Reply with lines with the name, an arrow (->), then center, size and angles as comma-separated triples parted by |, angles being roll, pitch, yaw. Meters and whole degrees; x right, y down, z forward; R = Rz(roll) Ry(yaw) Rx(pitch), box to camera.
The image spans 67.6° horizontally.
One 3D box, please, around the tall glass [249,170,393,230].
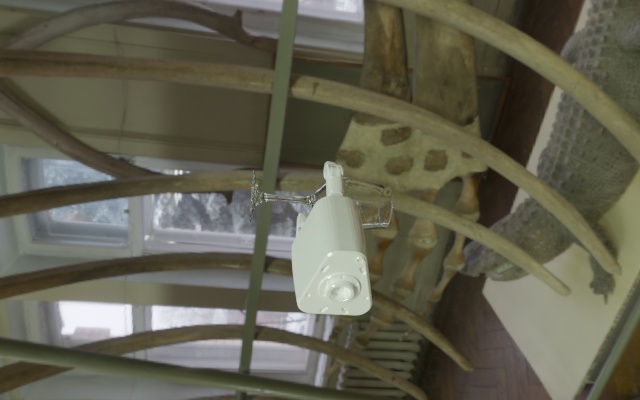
tall glass -> -0.001, 0.002, 0.692 | 0.201, 0.079, 0.079 | 4, -1, -9
